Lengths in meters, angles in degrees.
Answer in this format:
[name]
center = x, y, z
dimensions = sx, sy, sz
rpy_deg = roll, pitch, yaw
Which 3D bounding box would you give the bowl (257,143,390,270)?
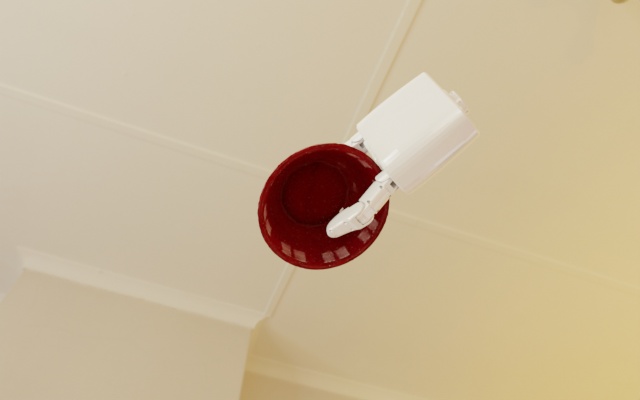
[bowl]
center = -0.001, 0.002, 0.586
dimensions = 0.162, 0.162, 0.055
rpy_deg = 0, 21, -16
